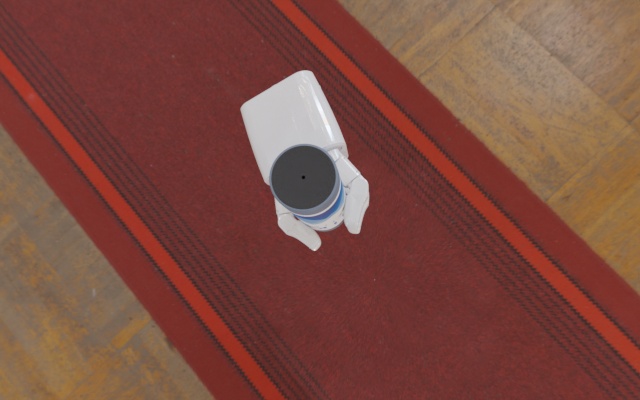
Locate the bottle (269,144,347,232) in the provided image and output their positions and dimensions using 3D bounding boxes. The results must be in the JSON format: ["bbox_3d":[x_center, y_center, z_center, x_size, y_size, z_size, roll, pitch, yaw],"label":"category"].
[{"bbox_3d":[0.000,0.002,0.595,0.069,0.069,0.296,0,-9,6],"label":"bottle"}]
